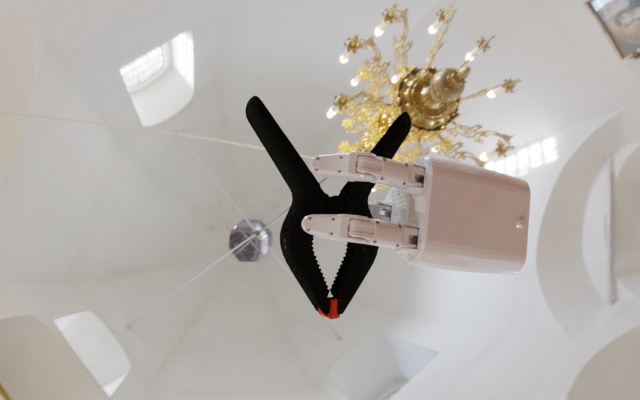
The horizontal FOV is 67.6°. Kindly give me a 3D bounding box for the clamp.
[{"bbox_3d":[0.000,0.002,0.449,0.164,0.210,0.036,10,-9,-13],"label":"clamp"}]
